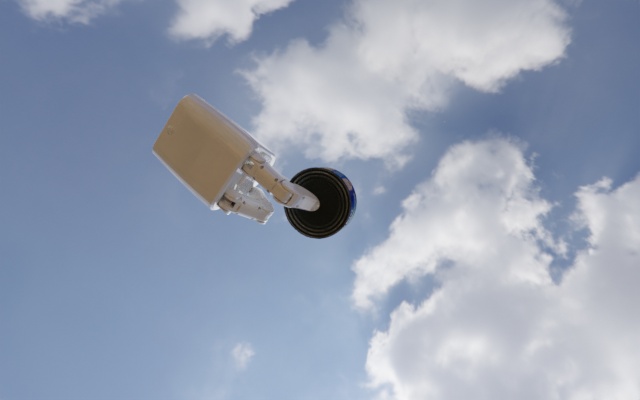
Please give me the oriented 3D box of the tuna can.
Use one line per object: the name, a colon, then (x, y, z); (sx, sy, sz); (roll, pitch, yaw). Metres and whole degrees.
tuna can: (0.000, 0.002, 0.583); (0.086, 0.086, 0.034); (0, 6, 19)
